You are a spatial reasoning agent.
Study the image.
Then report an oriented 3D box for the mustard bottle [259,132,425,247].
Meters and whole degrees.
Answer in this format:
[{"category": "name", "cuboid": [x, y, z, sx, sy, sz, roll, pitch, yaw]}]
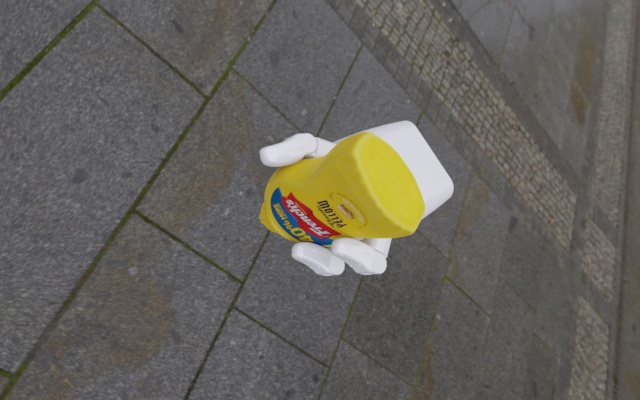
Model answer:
[{"category": "mustard bottle", "cuboid": [0.000, 0.002, 0.464, 0.191, 0.096, 0.058, -15, 33, 48]}]
